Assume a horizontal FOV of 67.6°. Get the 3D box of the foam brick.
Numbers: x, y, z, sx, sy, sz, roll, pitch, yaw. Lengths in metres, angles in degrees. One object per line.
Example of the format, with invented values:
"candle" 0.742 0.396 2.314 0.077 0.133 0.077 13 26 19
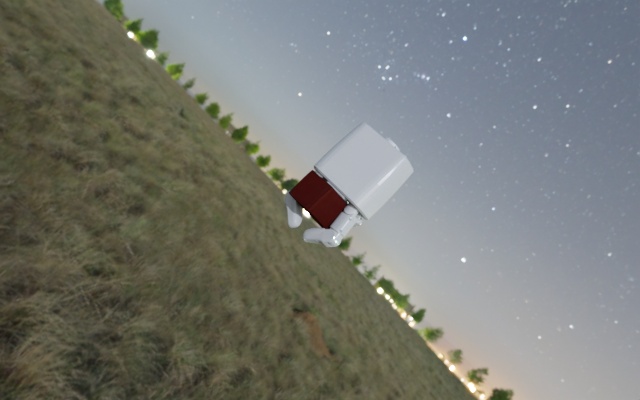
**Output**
"foam brick" 0.000 0.002 0.713 0.053 0.051 0.078 44 -3 40
